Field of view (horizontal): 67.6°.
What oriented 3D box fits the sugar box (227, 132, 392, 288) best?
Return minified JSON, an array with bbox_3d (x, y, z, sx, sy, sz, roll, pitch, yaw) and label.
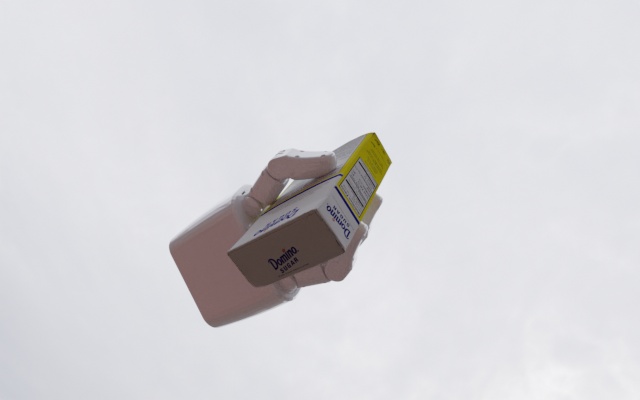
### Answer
[{"bbox_3d":[0.000,0.002,0.423,0.093,0.048,0.176,-26,17,30],"label":"sugar box"}]
